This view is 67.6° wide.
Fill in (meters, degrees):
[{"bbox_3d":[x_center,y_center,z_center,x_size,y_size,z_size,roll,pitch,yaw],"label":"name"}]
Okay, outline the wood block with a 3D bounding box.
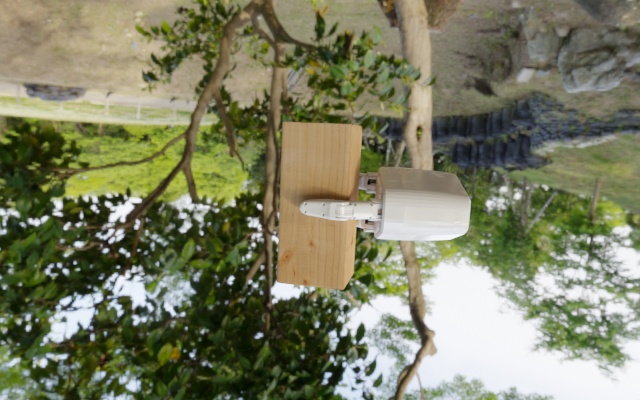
[{"bbox_3d":[0.000,0.002,0.632,0.090,0.206,0.091,4,7,12],"label":"wood block"}]
